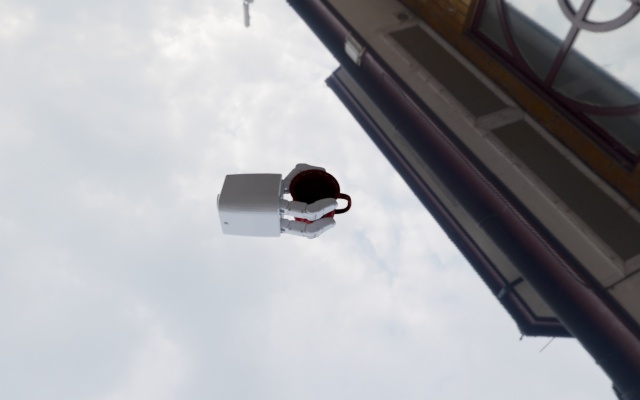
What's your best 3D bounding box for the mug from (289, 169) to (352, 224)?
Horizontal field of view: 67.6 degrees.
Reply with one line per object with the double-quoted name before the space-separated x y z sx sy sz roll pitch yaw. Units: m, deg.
"mug" 0.002 0.003 0.894 0.117 0.093 0.082 3 -38 -1
